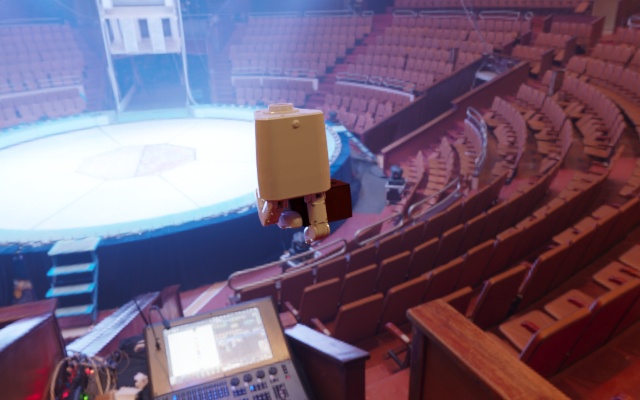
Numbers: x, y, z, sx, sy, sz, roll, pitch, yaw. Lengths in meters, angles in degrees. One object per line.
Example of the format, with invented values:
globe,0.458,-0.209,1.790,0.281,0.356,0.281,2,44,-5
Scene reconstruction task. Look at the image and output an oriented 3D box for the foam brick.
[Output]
foam brick,0.000,0.002,0.689,0.078,0.051,0.053,-11,15,-24
